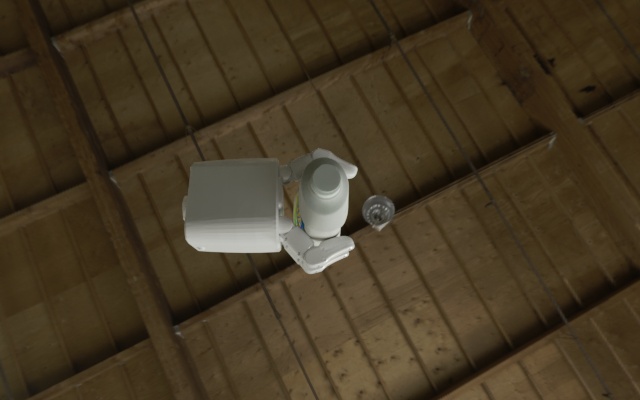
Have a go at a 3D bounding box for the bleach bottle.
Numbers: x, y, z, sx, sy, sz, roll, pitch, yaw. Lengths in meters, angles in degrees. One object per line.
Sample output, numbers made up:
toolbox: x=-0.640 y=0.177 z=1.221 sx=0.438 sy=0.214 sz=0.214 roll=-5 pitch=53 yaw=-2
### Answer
bleach bottle: x=0.000 y=0.002 z=0.584 sx=0.068 sy=0.102 sz=0.251 roll=-1 pitch=-15 yaw=-3
